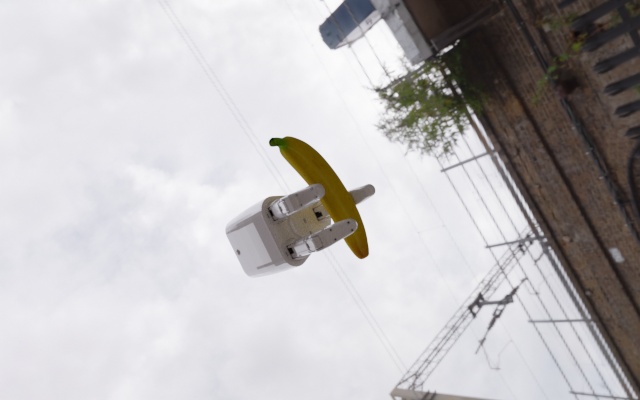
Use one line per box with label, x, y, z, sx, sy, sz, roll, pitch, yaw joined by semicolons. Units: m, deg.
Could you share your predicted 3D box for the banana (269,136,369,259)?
banana;0.004;-0.012;0.604;0.037;0.198;0.069;-25;24;35
